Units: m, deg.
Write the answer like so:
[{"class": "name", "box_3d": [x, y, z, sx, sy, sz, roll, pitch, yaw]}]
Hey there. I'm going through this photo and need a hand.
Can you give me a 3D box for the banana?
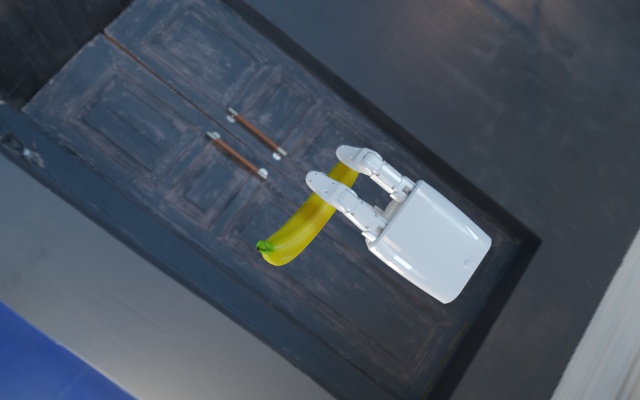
[{"class": "banana", "box_3d": [-0.008, 0.013, 0.552, 0.197, 0.037, 0.070, -48, -6, -37]}]
